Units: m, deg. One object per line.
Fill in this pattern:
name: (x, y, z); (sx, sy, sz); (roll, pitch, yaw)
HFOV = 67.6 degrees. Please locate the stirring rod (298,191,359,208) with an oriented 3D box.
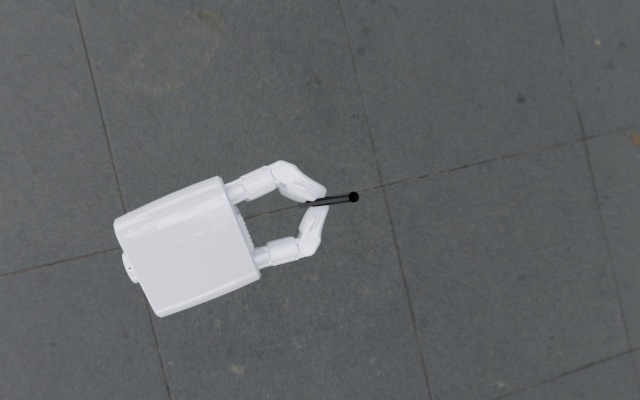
stirring rod: (0.000, 0.002, 0.458); (0.011, 0.011, 0.239); (0, -2, -11)
